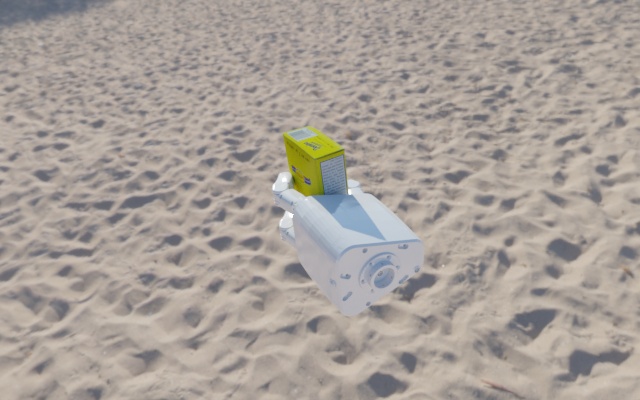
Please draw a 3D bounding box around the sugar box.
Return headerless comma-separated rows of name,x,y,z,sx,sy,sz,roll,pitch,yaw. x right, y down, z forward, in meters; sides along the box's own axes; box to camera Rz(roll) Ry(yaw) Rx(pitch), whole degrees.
sugar box,0.000,0.002,0.611,0.048,0.176,0.093,-19,33,-20
